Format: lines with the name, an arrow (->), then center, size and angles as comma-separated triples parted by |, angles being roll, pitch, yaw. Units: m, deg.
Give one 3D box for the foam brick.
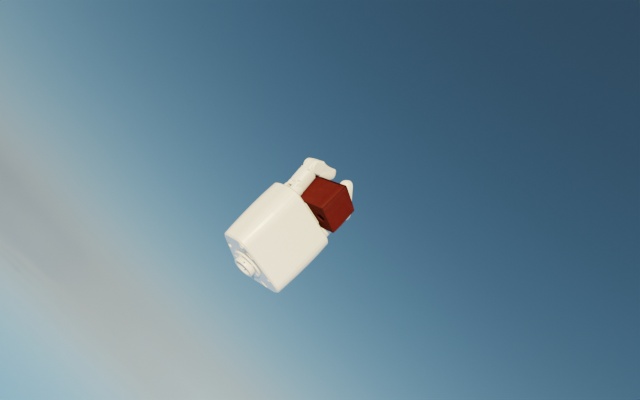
foam brick -> 0.000, 0.002, 0.690 | 0.078, 0.053, 0.051 | 21, 57, 40
